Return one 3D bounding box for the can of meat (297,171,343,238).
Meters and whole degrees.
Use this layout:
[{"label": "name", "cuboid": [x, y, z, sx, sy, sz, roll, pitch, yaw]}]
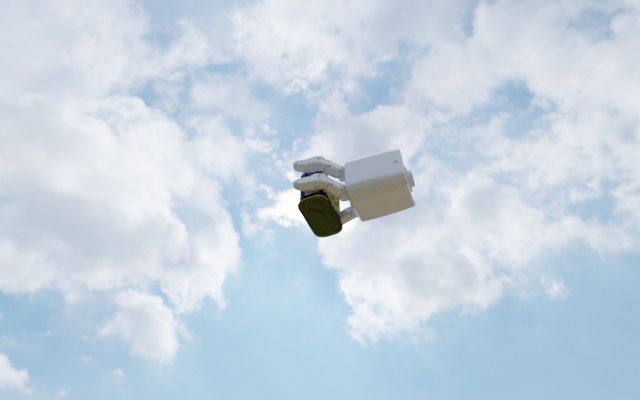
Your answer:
[{"label": "can of meat", "cuboid": [0.000, 0.003, 0.876, 0.057, 0.102, 0.083, -18, 40, 16]}]
